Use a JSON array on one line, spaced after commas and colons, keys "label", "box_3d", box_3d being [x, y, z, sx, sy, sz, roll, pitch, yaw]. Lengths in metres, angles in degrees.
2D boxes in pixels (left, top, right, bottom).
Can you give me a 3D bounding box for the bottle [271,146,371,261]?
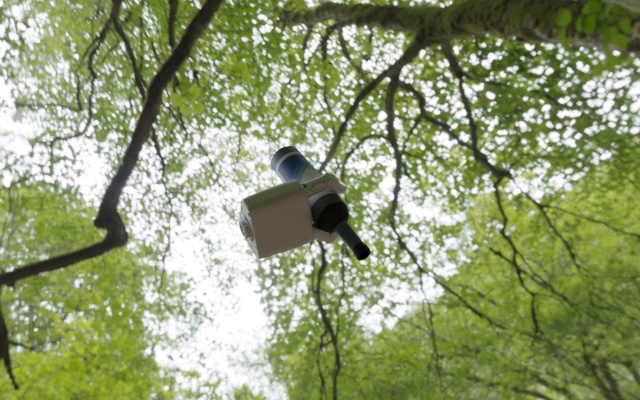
[{"label": "bottle", "box_3d": [0.000, 0.003, 0.880, 0.069, 0.069, 0.295, 0, 36, -37]}]
